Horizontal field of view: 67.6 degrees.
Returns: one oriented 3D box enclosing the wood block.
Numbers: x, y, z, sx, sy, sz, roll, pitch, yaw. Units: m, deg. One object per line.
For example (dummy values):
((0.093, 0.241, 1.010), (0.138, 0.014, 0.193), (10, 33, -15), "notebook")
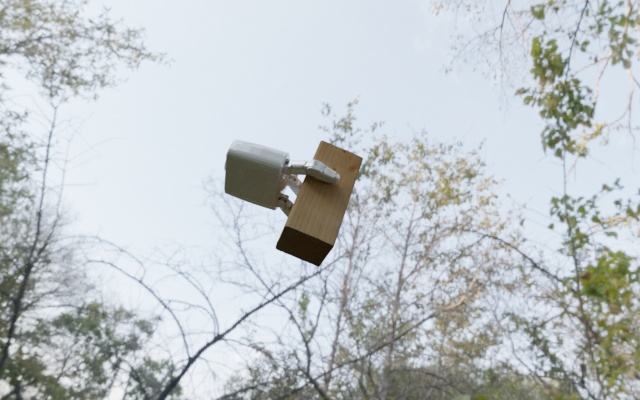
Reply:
((0.000, 0.002, 0.878), (0.090, 0.206, 0.091), (23, -35, -4), "wood block")
